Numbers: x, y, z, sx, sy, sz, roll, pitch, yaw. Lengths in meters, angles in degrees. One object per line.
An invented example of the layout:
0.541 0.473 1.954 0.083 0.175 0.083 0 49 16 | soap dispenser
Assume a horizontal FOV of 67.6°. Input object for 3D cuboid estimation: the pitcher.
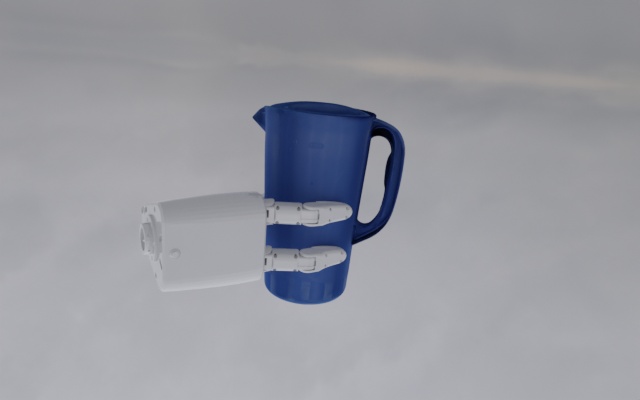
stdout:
0.000 0.002 0.594 0.145 0.243 0.149 -6 19 -32 | pitcher
